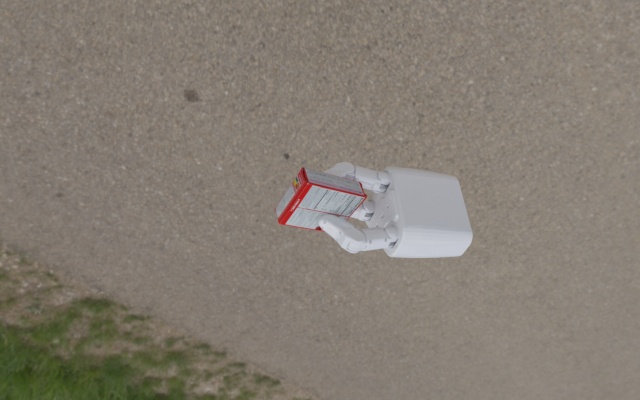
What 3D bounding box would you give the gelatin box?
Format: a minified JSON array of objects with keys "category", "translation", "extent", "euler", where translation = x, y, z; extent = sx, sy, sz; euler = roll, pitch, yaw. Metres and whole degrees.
[{"category":"gelatin box","translation":[0.000,0.002,0.581],"extent":[0.089,0.030,0.073],"euler":[11,-48,-33]}]
